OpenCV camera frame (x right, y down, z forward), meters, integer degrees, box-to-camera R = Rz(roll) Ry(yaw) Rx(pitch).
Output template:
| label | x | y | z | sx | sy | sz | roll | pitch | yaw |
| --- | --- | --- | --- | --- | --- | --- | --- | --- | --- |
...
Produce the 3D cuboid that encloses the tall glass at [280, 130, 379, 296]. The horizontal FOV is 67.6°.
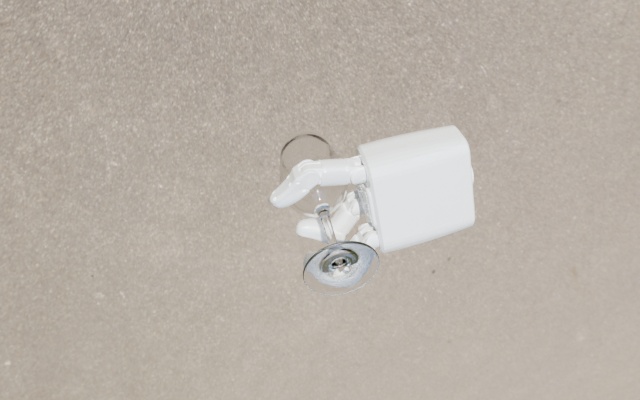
| label | x | y | z | sx | sy | sz | roll | pitch | yaw |
| --- | --- | --- | --- | --- | --- | --- | --- | --- | --- |
| tall glass | 0.000 | 0.002 | 0.522 | 0.079 | 0.079 | 0.201 | 0 | 40 | -16 |
